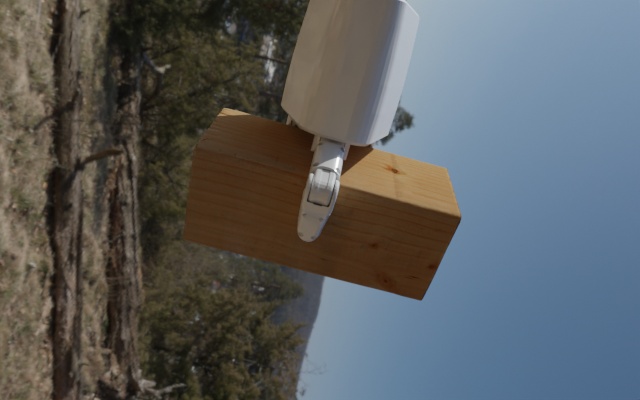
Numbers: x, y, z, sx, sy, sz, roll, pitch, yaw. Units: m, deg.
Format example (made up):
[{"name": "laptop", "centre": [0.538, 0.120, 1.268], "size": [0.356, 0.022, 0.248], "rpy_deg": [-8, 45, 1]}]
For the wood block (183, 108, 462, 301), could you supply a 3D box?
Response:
[{"name": "wood block", "centre": [0.000, 0.001, 0.411], "size": [0.206, 0.090, 0.090], "rpy_deg": [15, 31, -3]}]
